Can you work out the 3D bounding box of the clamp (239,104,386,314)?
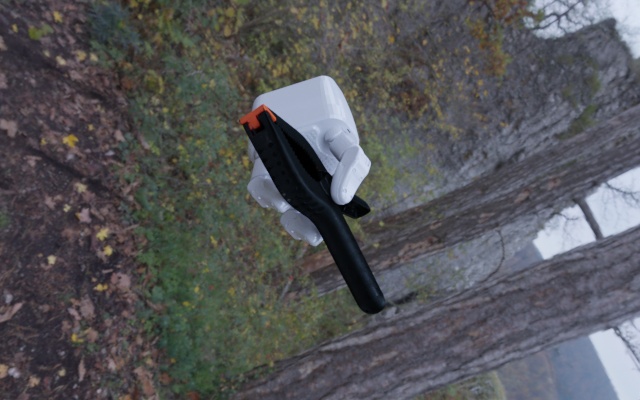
[{"bbox_3d":[0.000,0.001,0.453,0.036,0.164,0.210,-30,-53,17],"label":"clamp"}]
